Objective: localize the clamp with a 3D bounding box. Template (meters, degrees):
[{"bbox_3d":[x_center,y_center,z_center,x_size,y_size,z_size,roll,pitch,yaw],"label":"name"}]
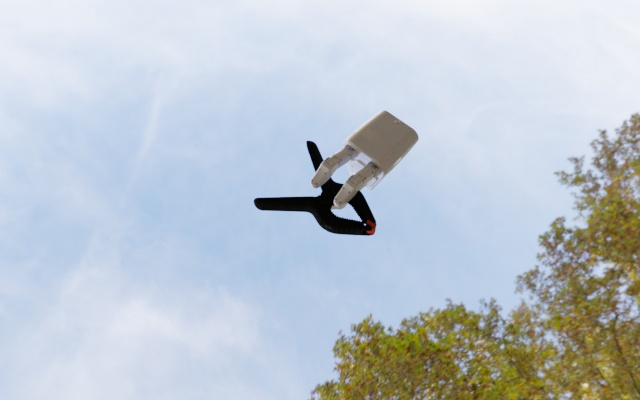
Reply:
[{"bbox_3d":[0.001,0.003,0.828,0.210,0.164,0.036,39,-19,20],"label":"clamp"}]
